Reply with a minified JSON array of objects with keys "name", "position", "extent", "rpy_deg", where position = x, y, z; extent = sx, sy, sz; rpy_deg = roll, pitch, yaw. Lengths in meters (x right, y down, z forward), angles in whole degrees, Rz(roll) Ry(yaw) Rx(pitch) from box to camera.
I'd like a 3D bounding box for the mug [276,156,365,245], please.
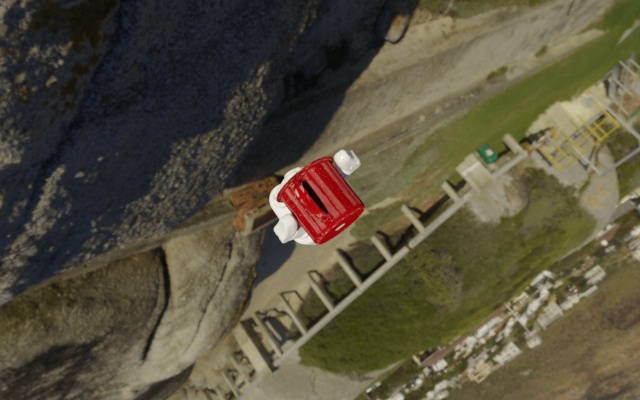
[{"name":"mug","position":[0.000,0.002,0.609],"extent":[0.093,0.081,0.117],"rpy_deg":[-40,-13,9]}]
